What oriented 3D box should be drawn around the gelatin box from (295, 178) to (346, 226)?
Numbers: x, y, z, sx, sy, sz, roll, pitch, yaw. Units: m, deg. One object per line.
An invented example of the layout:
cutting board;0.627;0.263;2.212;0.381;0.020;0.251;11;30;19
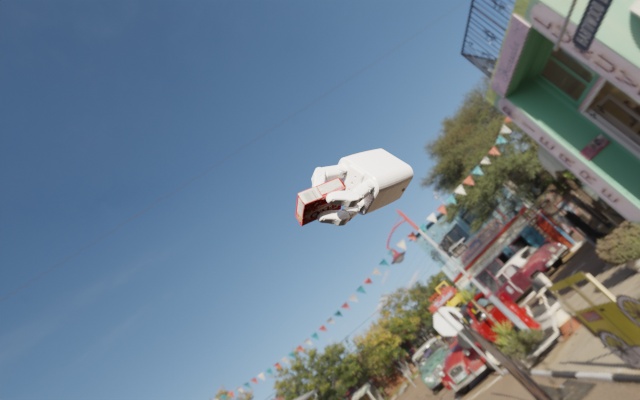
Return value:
gelatin box;0.000;0.003;0.875;0.089;0.030;0.073;-22;-29;-21
